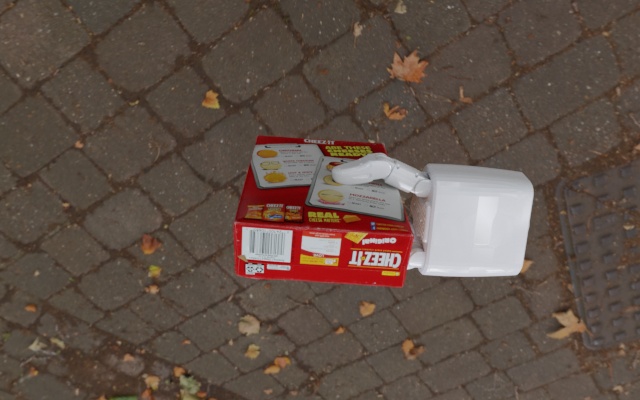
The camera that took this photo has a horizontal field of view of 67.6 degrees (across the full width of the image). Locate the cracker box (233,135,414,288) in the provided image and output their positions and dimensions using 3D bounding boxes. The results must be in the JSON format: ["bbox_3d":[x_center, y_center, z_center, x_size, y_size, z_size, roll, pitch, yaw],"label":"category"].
[{"bbox_3d":[0.000,0.002,0.528,0.164,0.072,0.213,4,29,-3],"label":"cracker box"}]
